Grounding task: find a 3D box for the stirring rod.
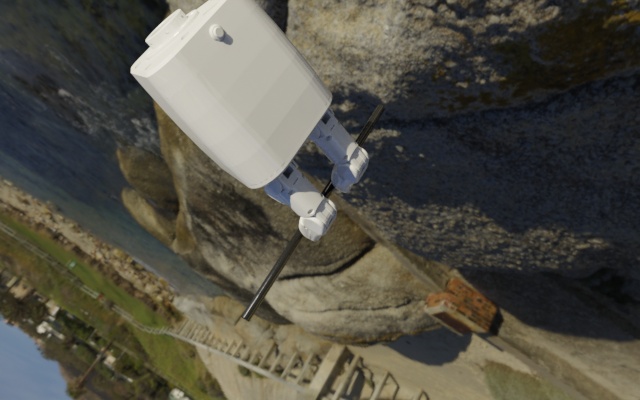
[{"bbox_3d":[0.000,0.001,0.427,0.011,0.239,0.011,28,-23,13],"label":"stirring rod"}]
